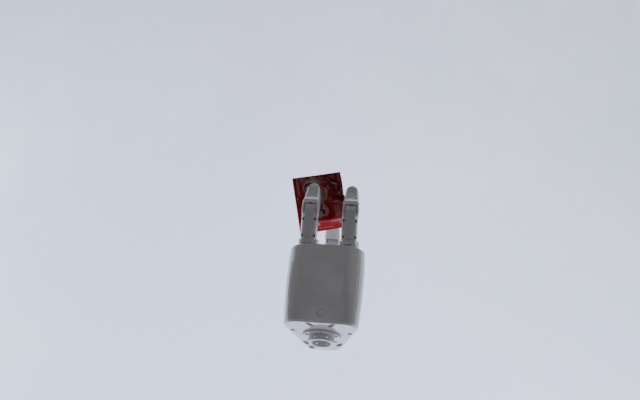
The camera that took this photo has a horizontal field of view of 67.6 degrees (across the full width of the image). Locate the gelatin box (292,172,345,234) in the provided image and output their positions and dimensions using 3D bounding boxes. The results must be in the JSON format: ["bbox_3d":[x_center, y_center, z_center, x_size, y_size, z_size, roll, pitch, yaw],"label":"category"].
[{"bbox_3d":[0.000,0.002,0.698,0.073,0.089,0.030,-8,-40,-2],"label":"gelatin box"}]
